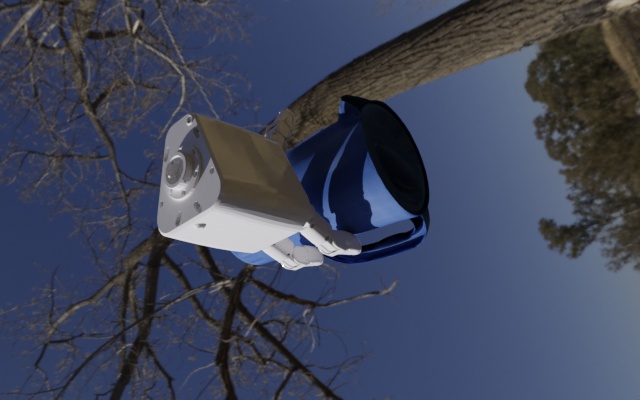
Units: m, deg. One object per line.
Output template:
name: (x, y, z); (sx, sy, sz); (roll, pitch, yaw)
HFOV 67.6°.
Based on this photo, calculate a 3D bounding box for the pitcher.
pitcher: (0.000, 0.002, 0.566); (0.243, 0.149, 0.145); (-25, -26, 32)
